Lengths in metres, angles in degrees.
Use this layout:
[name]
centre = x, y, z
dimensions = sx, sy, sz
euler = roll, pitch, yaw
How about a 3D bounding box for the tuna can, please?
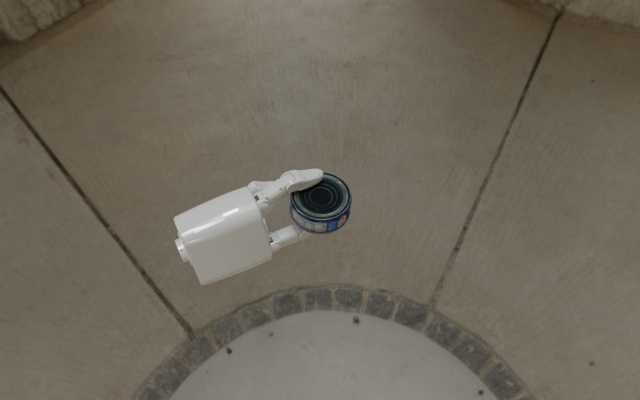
[tuna can]
centre = 0.000, 0.002, 0.663
dimensions = 0.086, 0.086, 0.034
euler = 0, -36, -4
